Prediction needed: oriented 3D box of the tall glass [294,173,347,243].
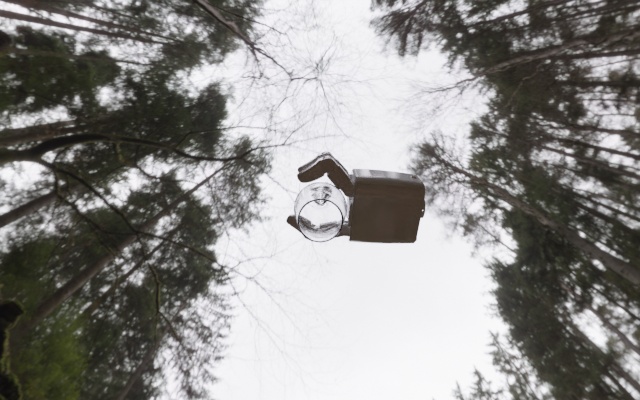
[{"bbox_3d":[0.000,0.002,0.737,0.079,0.079,0.201,0,15,0],"label":"tall glass"}]
